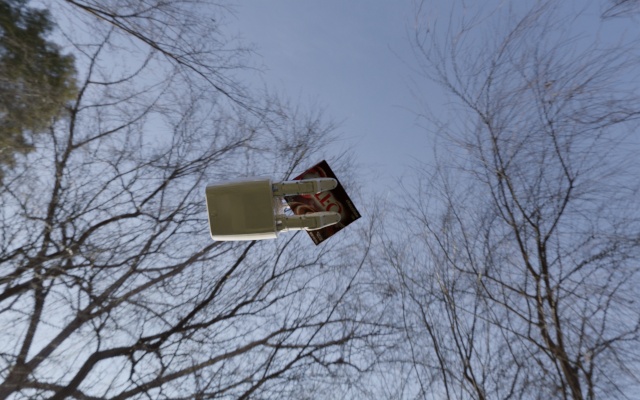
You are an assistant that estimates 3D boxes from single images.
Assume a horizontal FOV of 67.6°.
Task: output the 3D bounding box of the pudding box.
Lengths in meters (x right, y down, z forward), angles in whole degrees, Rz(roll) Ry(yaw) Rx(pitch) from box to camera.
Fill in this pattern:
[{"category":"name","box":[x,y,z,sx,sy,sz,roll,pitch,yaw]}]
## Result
[{"category":"pudding box","box":[0.000,0.003,0.779,0.090,0.113,0.039,-33,6,5]}]
